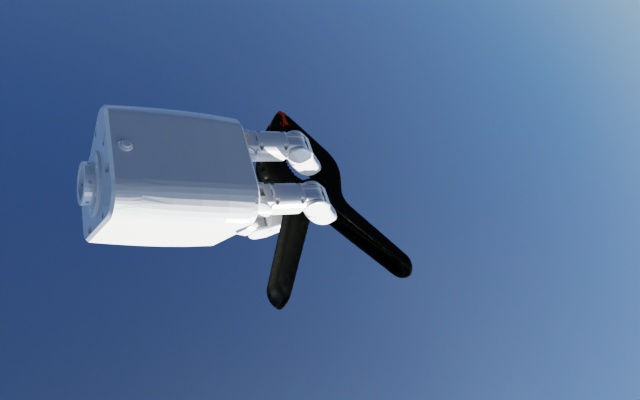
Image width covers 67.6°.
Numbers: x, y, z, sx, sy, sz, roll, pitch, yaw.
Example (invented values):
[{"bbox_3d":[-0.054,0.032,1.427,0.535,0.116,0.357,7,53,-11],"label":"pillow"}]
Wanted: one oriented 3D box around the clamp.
[{"bbox_3d":[-0.001,0.002,0.478,0.164,0.210,0.036,3,-34,-35],"label":"clamp"}]
